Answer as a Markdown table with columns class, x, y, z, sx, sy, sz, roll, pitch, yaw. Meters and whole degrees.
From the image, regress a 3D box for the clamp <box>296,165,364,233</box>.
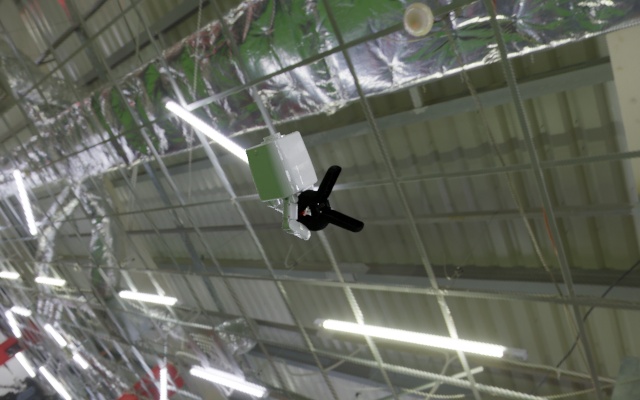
| class | x | y | z | sx | sy | sz | roll | pitch | yaw |
| --- | --- | --- | --- | --- | --- | --- | --- | --- | --- |
| clamp | 0.000 | 0.003 | 0.864 | 0.039 | 0.120 | 0.171 | -16 | 6 | -44 |
